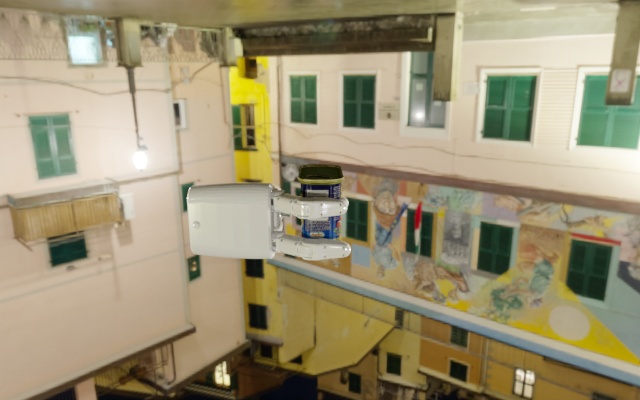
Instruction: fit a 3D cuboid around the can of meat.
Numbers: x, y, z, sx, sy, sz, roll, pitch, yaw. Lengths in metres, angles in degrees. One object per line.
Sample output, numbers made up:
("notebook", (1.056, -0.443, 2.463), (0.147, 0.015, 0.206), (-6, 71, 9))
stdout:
("can of meat", (0.000, 0.002, 0.634), (0.057, 0.084, 0.102), (0, 15, -1))
